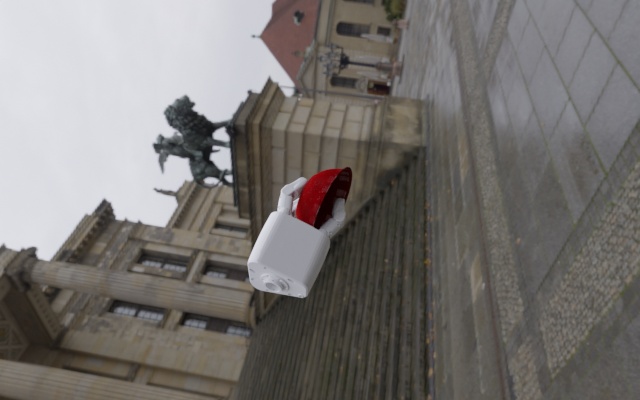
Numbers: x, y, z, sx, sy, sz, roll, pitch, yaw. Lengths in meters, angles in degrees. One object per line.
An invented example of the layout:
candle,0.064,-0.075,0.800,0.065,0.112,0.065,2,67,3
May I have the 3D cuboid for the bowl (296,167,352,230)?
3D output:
bowl,0.000,0.002,0.892,0.055,0.162,0.162,24,7,17
